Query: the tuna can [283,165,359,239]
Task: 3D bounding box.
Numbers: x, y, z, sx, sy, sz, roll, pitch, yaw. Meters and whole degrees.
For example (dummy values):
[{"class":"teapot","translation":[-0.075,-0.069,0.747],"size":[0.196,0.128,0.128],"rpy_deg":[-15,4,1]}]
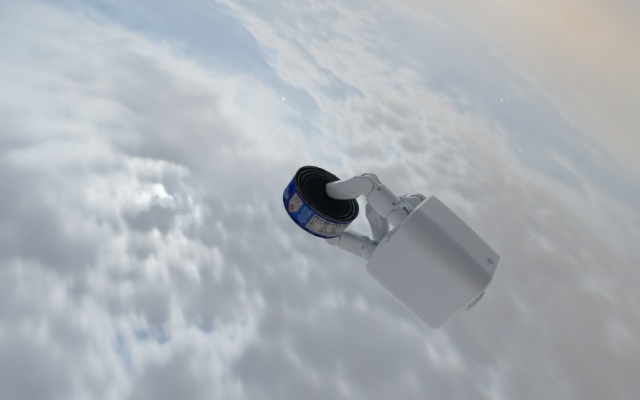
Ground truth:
[{"class":"tuna can","translation":[0.000,0.002,0.548],"size":[0.086,0.086,0.034],"rpy_deg":[0,-41,-44]}]
